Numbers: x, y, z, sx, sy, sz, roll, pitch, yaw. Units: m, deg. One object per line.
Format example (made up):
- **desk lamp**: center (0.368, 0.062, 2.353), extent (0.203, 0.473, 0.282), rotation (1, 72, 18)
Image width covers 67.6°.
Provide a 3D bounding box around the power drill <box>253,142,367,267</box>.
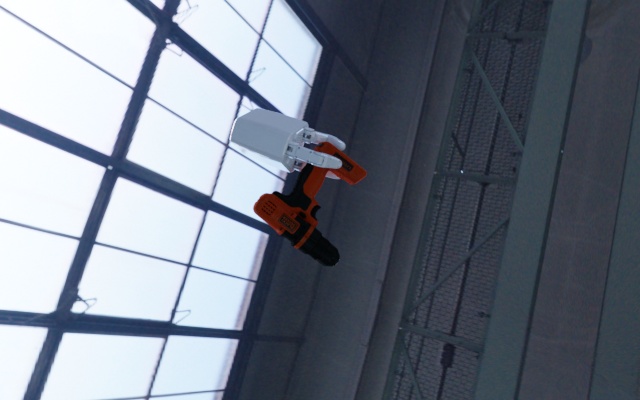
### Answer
- **power drill**: center (0.000, 0.002, 0.866), extent (0.184, 0.187, 0.057), rotation (39, -9, -9)
